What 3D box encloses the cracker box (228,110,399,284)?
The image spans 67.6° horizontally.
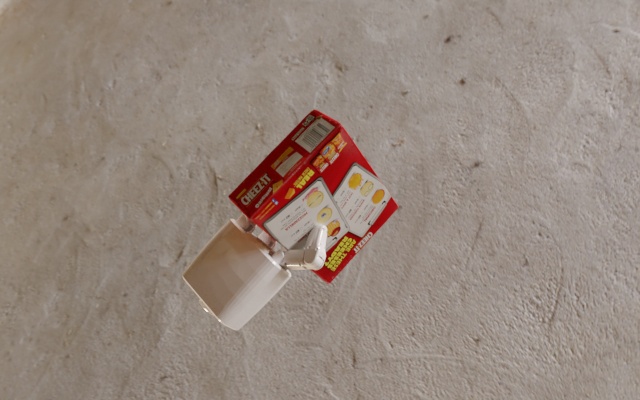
[{"bbox_3d":[0.000,0.002,0.673,0.072,0.164,0.214,40,-5,42],"label":"cracker box"}]
